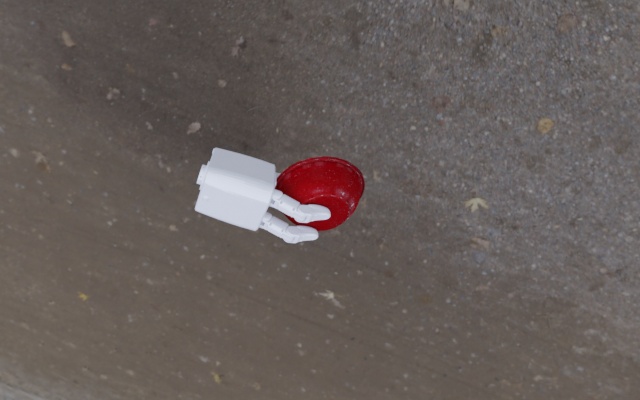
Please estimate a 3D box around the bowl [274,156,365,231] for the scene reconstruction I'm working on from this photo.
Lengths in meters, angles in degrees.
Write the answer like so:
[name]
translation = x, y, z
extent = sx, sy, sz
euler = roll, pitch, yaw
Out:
[bowl]
translation = 0.002, 0.003, 0.803
extent = 0.162, 0.055, 0.162
euler = -6, -41, -5
